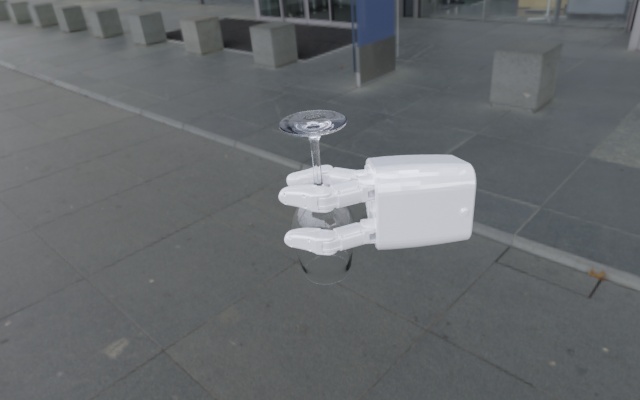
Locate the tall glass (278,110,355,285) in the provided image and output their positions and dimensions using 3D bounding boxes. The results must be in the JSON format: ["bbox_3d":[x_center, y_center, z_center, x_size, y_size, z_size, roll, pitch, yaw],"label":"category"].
[{"bbox_3d":[0.000,0.001,0.561,0.079,0.201,0.079,-4,30,2],"label":"tall glass"}]
